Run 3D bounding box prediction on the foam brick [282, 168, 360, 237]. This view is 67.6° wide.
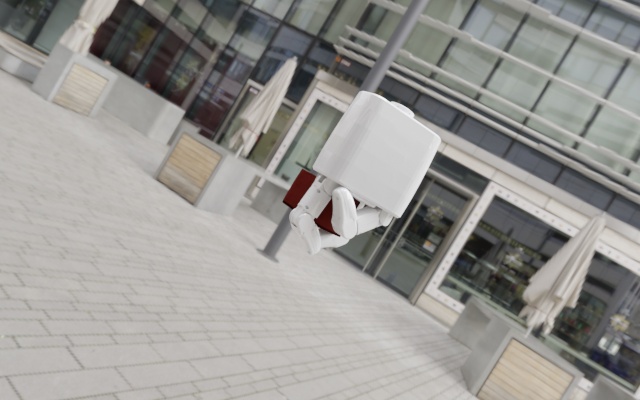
[{"bbox_3d":[0.000,0.002,0.594,0.053,0.051,0.078,27,3,-37],"label":"foam brick"}]
